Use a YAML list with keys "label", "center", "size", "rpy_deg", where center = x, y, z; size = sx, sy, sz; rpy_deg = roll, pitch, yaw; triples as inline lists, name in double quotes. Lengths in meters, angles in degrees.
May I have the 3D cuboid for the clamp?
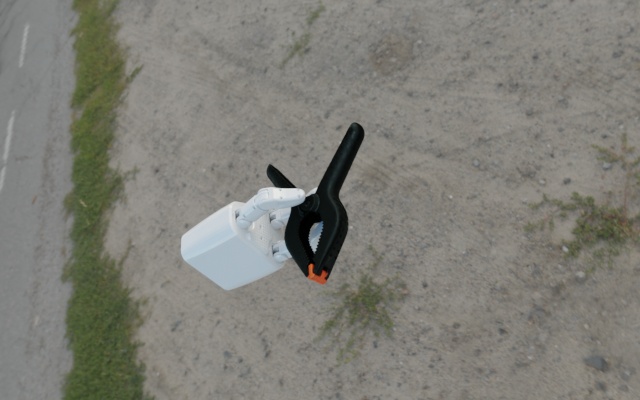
- label: "clamp"
  center: [-0.001, 0.002, 0.619]
  size: [0.164, 0.209, 0.036]
  rpy_deg: [-29, -39, 27]
